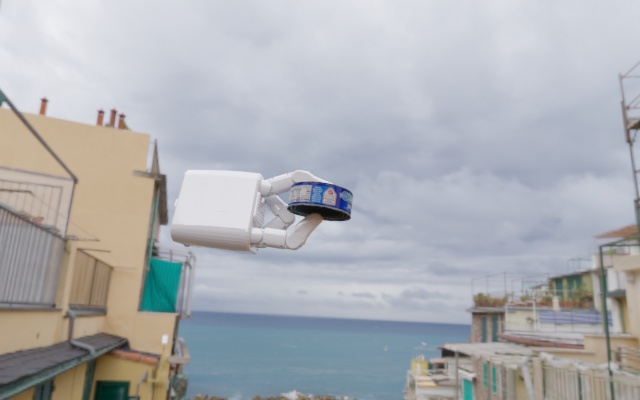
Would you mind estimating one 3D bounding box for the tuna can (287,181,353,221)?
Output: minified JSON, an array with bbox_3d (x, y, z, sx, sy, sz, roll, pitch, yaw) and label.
[{"bbox_3d":[0.000,0.002,0.636,0.086,0.033,0.086,8,-13,2],"label":"tuna can"}]
